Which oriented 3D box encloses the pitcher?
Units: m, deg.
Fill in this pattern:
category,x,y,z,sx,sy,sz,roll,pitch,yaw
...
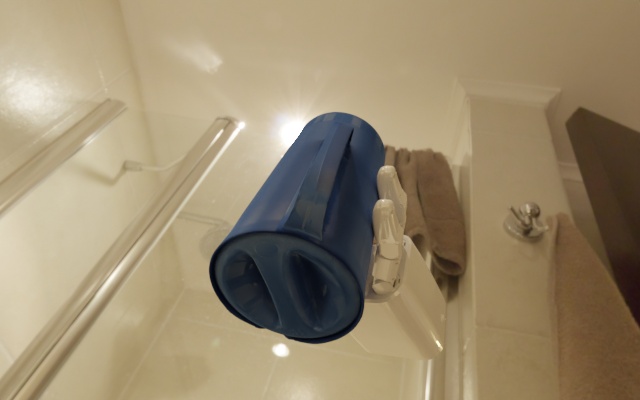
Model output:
category,x,y,z,sx,sy,sz,roll,pitch,yaw
pitcher,0.000,0.002,0.475,0.149,0.145,0.242,-21,28,29
